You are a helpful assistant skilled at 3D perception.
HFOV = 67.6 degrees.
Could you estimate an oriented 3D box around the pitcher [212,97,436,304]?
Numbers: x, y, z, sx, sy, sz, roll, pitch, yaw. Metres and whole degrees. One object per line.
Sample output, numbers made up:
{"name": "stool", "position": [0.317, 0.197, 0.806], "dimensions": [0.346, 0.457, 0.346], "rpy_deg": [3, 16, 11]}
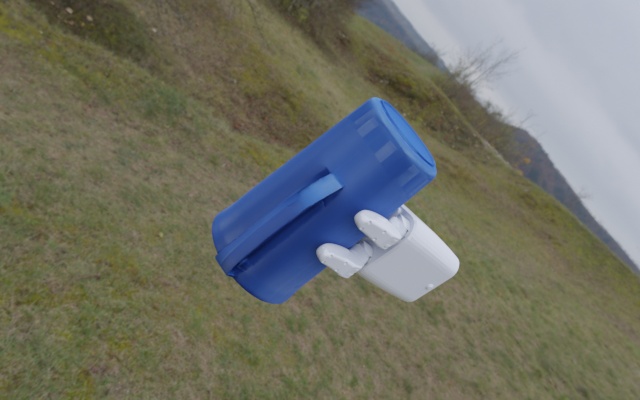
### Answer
{"name": "pitcher", "position": [0.000, 0.002, 0.529], "dimensions": [0.243, 0.149, 0.145], "rpy_deg": [-39, -55, 20]}
